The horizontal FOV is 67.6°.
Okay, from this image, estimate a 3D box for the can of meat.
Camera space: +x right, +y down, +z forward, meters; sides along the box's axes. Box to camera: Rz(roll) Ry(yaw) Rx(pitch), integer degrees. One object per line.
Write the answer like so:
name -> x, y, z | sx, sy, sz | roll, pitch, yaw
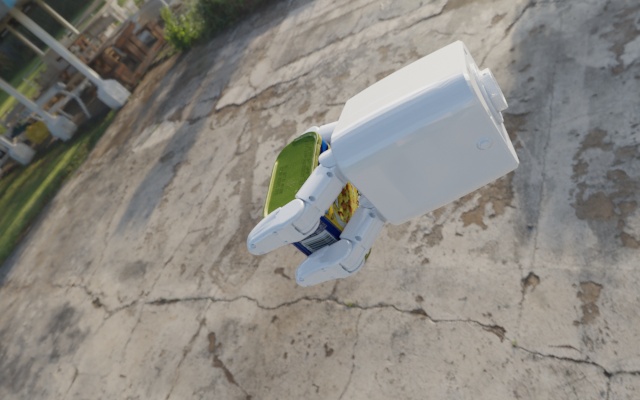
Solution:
can of meat -> 0.000, 0.001, 0.422 | 0.057, 0.102, 0.084 | -23, -49, 29
